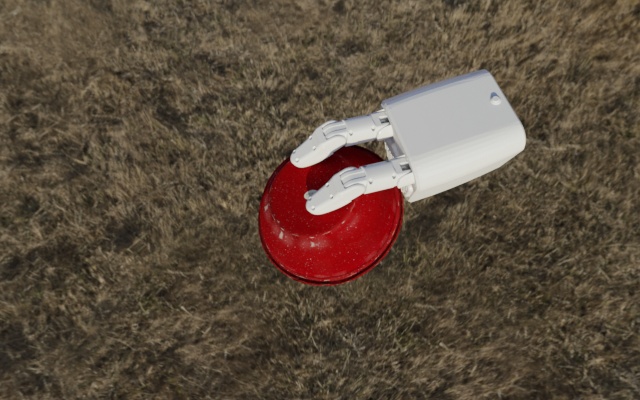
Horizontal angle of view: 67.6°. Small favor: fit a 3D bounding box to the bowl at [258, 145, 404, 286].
[{"bbox_3d":[-0.001,0.002,0.485,0.162,0.162,0.055,0,-21,19],"label":"bowl"}]
